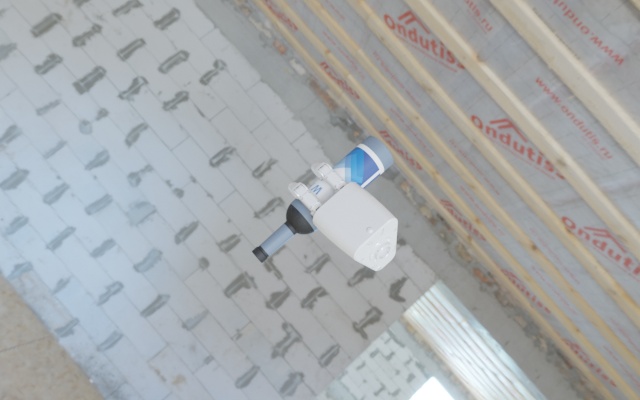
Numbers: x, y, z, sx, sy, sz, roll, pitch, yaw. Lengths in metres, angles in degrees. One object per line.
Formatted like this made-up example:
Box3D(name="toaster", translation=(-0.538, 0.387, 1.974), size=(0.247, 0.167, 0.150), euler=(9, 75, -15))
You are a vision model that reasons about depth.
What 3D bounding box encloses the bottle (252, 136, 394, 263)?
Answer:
Box3D(name="bottle", translation=(0.000, 0.003, 0.844), size=(0.295, 0.069, 0.069), euler=(-41, 8, -9))
